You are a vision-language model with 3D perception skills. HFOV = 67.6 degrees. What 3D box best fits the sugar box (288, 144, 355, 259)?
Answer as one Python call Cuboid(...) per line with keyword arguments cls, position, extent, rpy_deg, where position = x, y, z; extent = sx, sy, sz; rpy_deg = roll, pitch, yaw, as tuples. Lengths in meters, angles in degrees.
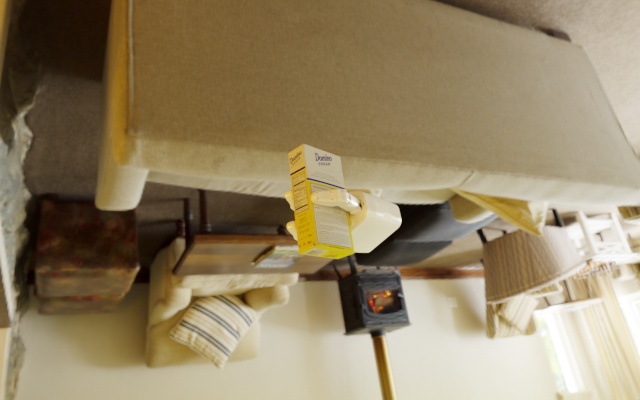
Cuboid(cls="sugar box", position=(0.000, 0.003, 0.783), extent=(0.048, 0.176, 0.093), rpy_deg=(-28, -29, 38))
